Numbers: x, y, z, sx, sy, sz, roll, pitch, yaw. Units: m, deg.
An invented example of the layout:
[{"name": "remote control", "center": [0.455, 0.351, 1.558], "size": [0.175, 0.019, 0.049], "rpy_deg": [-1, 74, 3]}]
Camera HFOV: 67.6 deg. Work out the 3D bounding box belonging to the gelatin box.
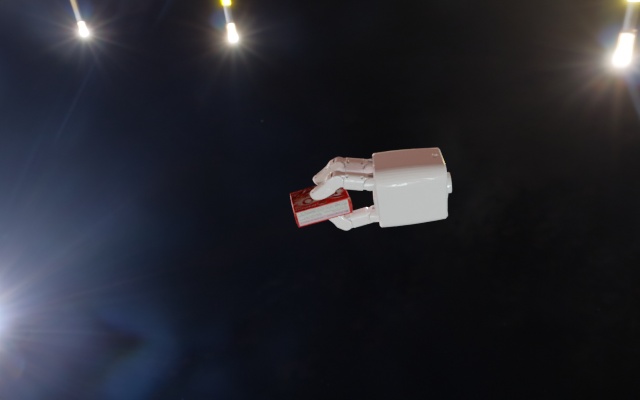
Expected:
[{"name": "gelatin box", "center": [0.000, 0.003, 0.753], "size": [0.089, 0.030, 0.073], "rpy_deg": [-16, 27, -2]}]
